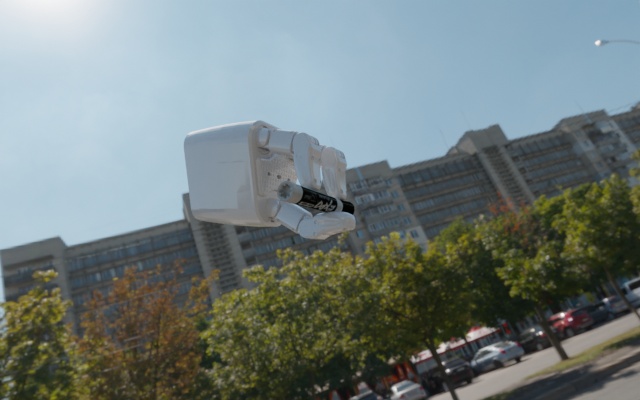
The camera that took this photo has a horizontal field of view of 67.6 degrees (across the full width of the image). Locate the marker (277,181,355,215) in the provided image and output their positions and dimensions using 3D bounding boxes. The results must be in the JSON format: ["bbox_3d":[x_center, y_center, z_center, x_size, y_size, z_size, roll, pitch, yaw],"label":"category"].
[{"bbox_3d":[0.000,0.001,0.473,0.020,0.020,0.121,0,-9,32],"label":"marker"}]
